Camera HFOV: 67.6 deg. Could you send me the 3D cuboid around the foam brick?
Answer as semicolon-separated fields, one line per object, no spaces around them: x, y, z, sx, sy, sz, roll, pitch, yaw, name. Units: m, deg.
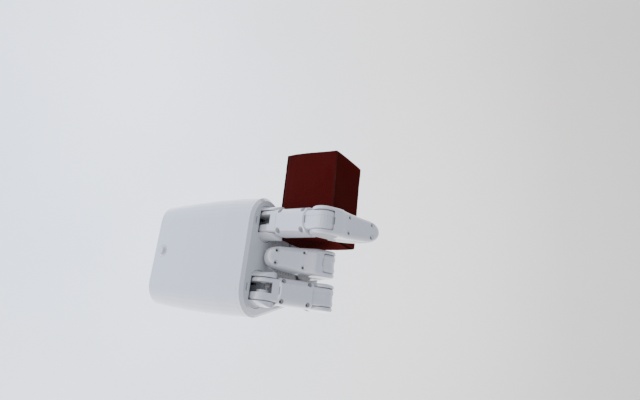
0.000;0.001;0.425;0.051;0.078;0.053;-3;-19;28;foam brick
